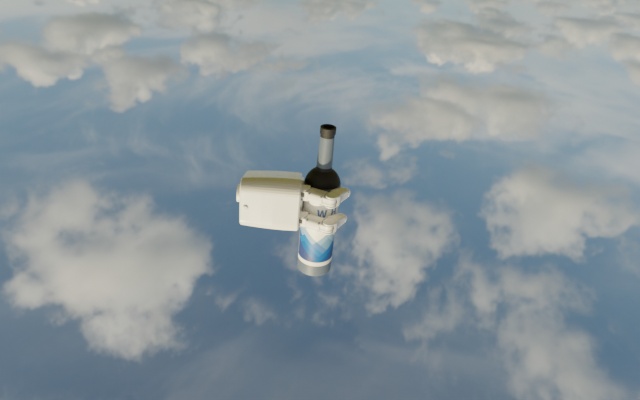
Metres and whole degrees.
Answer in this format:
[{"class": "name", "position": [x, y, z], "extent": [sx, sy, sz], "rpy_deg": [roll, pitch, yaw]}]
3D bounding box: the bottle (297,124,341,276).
[{"class": "bottle", "position": [0.000, 0.003, 0.878], "extent": [0.069, 0.296, 0.069], "rpy_deg": [5, 30, -3]}]
